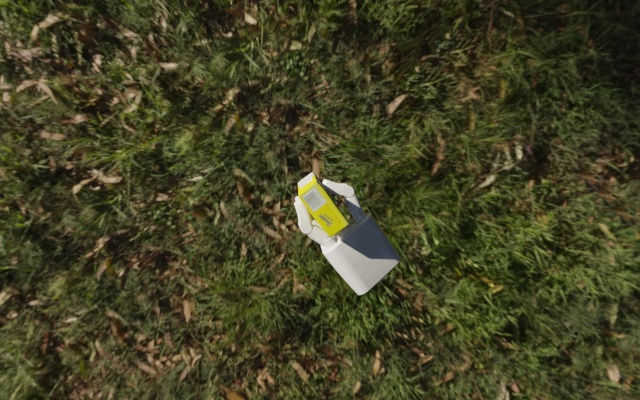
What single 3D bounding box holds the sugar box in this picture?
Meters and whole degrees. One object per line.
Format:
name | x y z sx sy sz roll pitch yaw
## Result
sugar box | 0.000 0.003 0.881 0.048 0.093 0.176 -37 8 1
